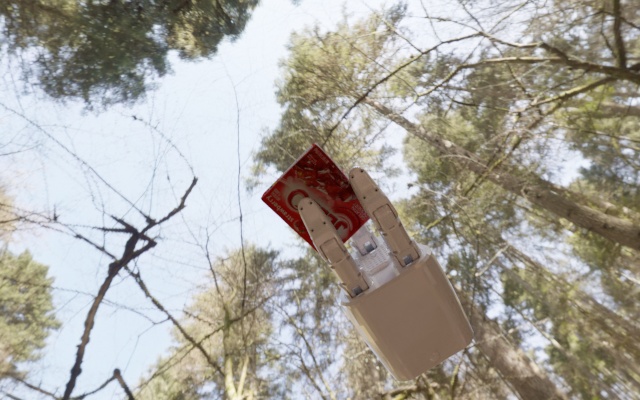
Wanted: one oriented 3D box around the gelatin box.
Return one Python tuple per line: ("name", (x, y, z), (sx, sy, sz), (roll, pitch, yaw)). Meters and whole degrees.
("gelatin box", (0.000, 0.001, 0.456), (0.089, 0.073, 0.030), (45, 5, -10))
